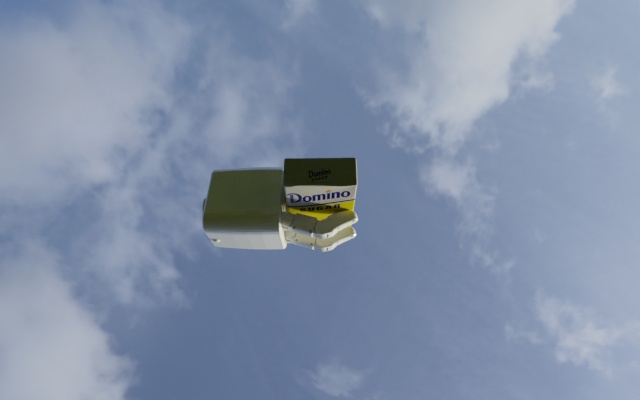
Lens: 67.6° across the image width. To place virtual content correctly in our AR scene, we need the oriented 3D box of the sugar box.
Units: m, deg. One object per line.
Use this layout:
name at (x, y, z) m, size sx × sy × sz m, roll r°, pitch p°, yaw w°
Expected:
sugar box at (0.000, 0.003, 0.664) m, size 0.093 × 0.048 × 0.176 m, roll -1°, pitch -23°, yaw 1°
